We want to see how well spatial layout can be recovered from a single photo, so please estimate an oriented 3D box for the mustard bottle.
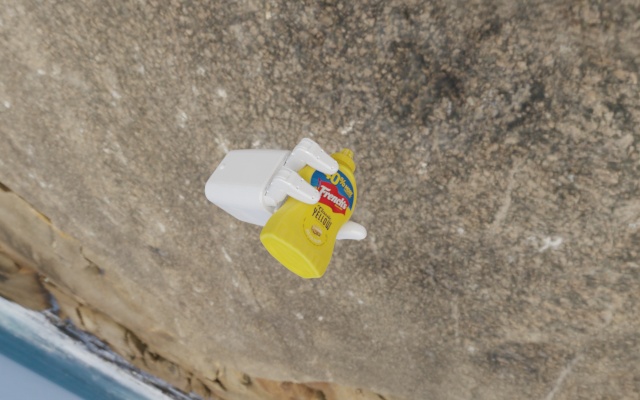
[{"bbox_3d":[0.000,0.002,0.644,0.096,0.191,0.058,44,-35,-24],"label":"mustard bottle"}]
